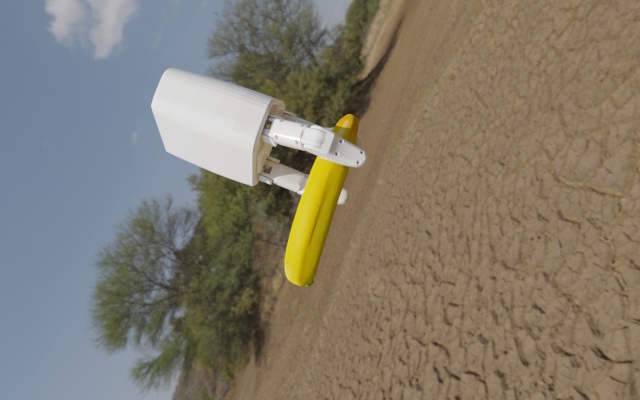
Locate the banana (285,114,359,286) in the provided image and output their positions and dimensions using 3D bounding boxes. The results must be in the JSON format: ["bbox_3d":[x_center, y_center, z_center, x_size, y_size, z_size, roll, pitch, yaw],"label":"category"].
[{"bbox_3d":[-0.003,0.010,0.482,0.037,0.198,0.069,18,18,3],"label":"banana"}]
